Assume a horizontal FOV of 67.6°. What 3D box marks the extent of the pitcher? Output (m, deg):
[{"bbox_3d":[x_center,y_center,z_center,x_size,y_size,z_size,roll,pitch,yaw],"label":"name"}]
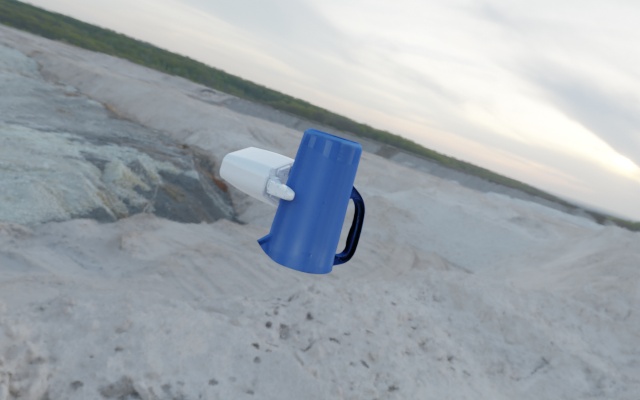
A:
[{"bbox_3d":[0.000,0.003,0.863,0.145,0.243,0.149,21,9,23],"label":"pitcher"}]
